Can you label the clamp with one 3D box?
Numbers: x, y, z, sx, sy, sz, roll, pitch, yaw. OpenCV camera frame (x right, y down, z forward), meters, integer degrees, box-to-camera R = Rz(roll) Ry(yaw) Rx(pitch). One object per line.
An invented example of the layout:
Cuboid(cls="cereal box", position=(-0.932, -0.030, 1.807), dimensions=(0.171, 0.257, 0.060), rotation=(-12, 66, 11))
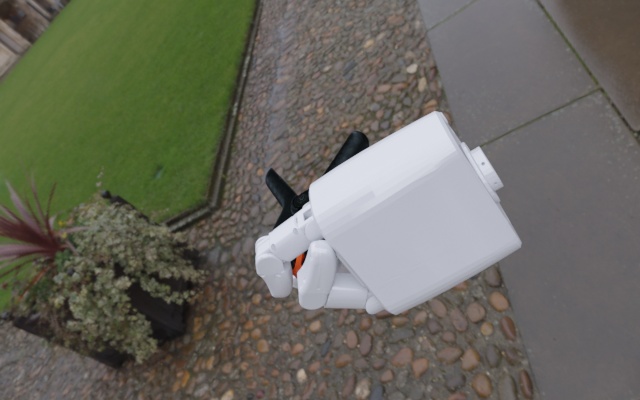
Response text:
Cuboid(cls="clamp", position=(0.000, 0.001, 0.447), dimensions=(0.120, 0.171, 0.039), rotation=(-32, -52, 20))
